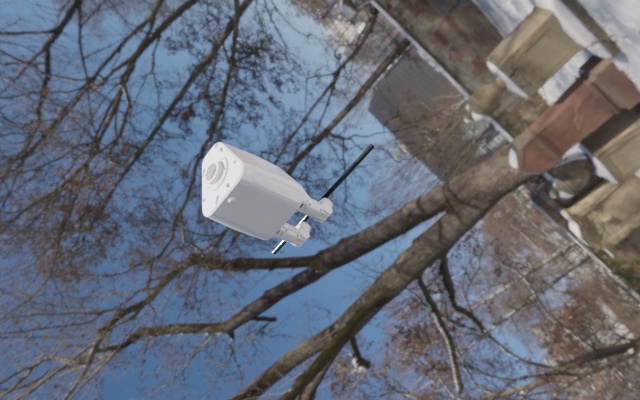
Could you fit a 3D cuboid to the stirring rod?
[{"bbox_3d":[0.000,0.002,0.744,0.239,0.011,0.011,-47,-20,20],"label":"stirring rod"}]
